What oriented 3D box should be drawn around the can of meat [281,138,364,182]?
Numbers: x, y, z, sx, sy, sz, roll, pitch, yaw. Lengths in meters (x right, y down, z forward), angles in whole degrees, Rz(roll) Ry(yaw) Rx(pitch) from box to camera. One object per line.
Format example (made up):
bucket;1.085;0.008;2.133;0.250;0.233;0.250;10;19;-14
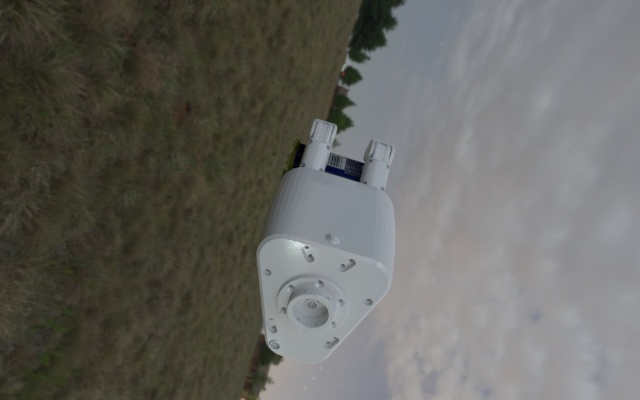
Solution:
can of meat;0.000;0.002;0.465;0.084;0.102;0.057;17;24;-2
